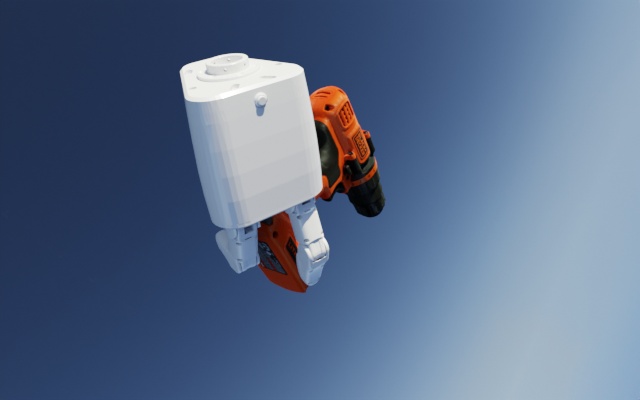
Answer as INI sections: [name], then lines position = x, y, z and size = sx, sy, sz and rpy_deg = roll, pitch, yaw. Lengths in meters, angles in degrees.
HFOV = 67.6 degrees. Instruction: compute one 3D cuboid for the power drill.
[power drill]
position = 0.000, 0.002, 0.513
size = 0.057, 0.187, 0.185
rpy_deg = 8, -38, 37
